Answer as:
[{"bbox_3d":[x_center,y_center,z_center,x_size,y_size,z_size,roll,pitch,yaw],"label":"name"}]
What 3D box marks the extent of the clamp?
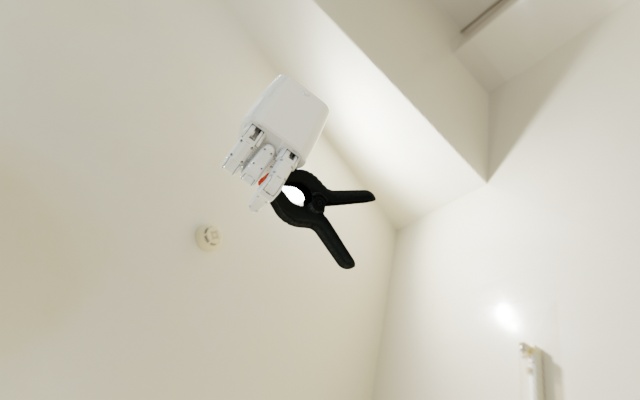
[{"bbox_3d":[0.000,0.002,0.653,0.171,0.120,0.039,38,-34,-16],"label":"clamp"}]
